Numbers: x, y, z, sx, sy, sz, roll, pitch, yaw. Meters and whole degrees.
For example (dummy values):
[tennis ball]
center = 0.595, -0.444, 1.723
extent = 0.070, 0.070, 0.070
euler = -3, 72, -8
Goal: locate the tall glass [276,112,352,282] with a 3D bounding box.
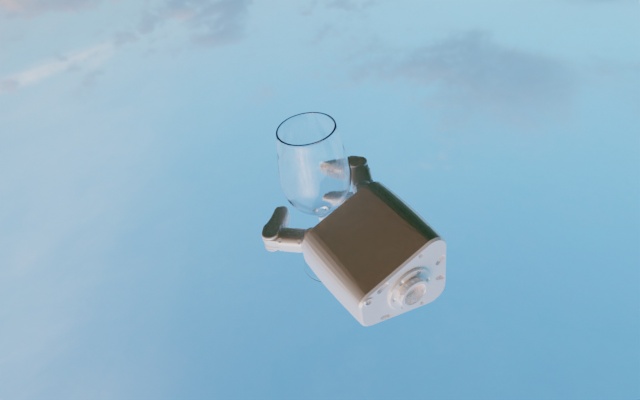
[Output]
[tall glass]
center = 0.000, 0.002, 0.542
extent = 0.079, 0.201, 0.079
euler = -7, 40, 6
